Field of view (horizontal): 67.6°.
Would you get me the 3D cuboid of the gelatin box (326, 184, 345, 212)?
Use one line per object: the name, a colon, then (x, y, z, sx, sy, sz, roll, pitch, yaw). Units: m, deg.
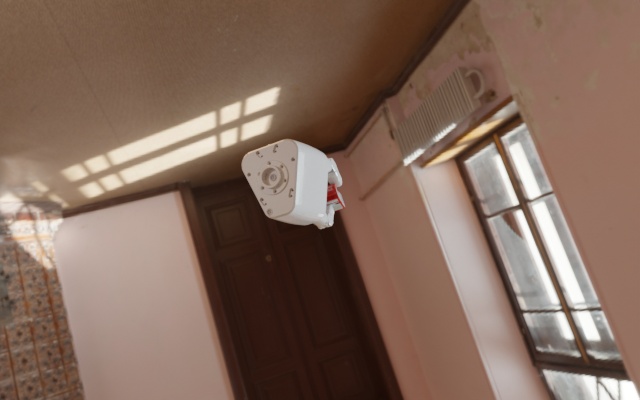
gelatin box: (0.000, 0.003, 0.846, 0.073, 0.030, 0.089, -18, -15, 7)
